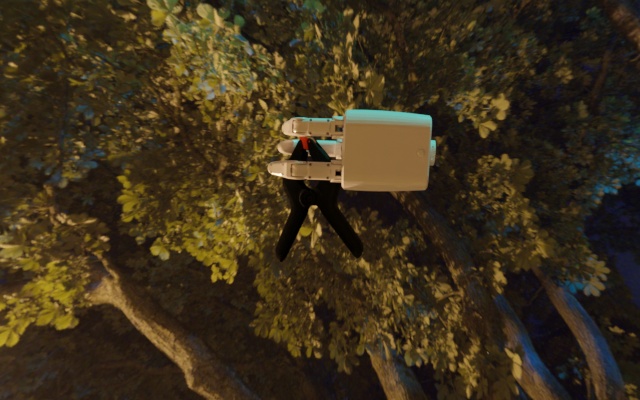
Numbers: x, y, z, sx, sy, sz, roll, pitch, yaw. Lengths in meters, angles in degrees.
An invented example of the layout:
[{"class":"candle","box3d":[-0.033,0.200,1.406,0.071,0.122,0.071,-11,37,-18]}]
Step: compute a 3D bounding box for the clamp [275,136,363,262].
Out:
[{"class":"clamp","box3d":[0.000,0.002,0.631,0.120,0.171,0.039,3,8,9]}]
